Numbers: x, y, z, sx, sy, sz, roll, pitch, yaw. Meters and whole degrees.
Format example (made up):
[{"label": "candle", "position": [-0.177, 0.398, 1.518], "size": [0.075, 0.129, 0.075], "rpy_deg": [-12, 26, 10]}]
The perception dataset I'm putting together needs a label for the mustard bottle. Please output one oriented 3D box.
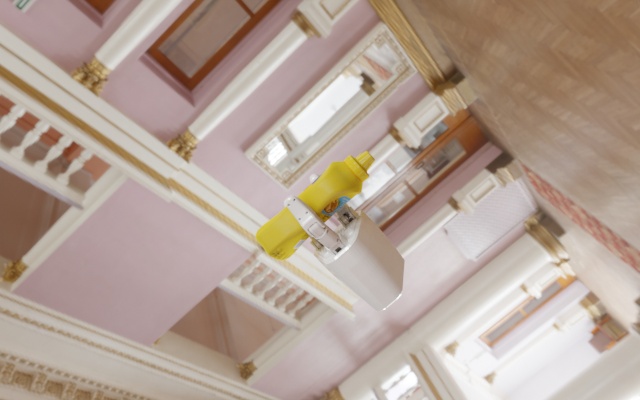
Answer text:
[{"label": "mustard bottle", "position": [0.000, 0.002, 0.669], "size": [0.191, 0.058, 0.096], "rpy_deg": [-42, -12, 9]}]
